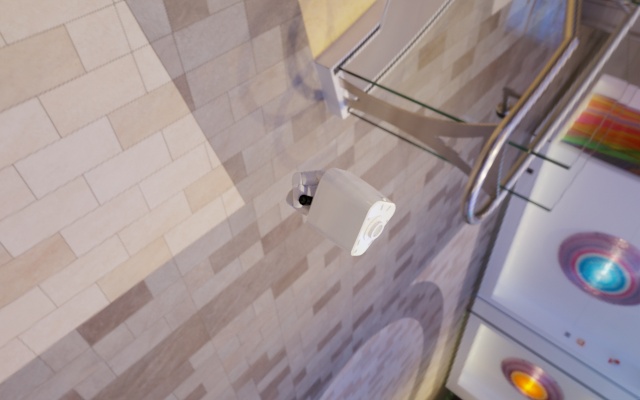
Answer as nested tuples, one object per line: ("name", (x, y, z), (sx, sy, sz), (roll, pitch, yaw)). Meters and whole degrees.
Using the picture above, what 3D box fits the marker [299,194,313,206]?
("marker", (0.000, 0.003, 0.841), (0.020, 0.020, 0.121), (0, -4, 32))
